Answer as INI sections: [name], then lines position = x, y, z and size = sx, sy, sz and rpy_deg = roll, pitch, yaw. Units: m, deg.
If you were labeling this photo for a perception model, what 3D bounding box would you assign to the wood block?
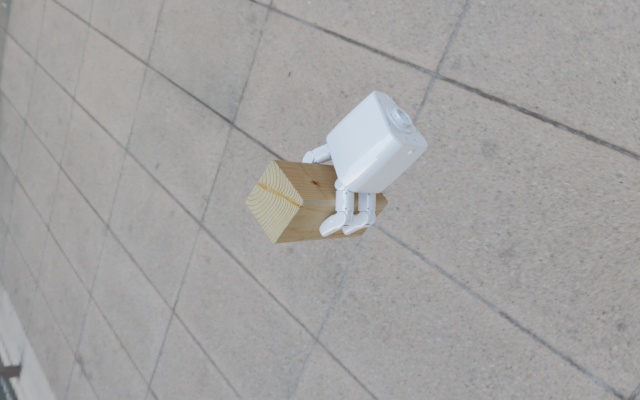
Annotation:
[wood block]
position = 0.000, 0.002, 0.759
size = 0.206, 0.090, 0.090
rpy_deg = 1, 43, -48
